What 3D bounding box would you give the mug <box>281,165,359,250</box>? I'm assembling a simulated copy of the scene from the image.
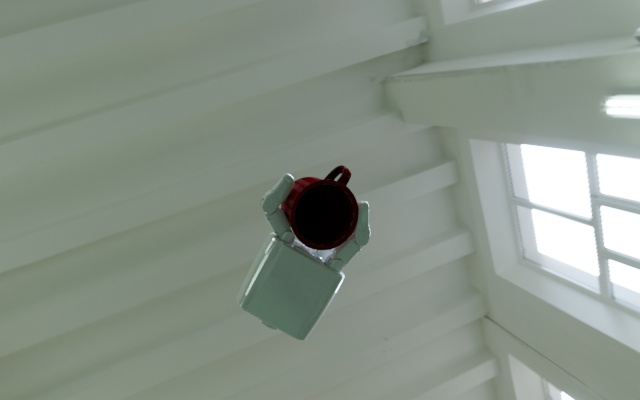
[{"bbox_3d":[0.001,0.001,0.649,0.093,0.117,0.081,32,-1,-21],"label":"mug"}]
